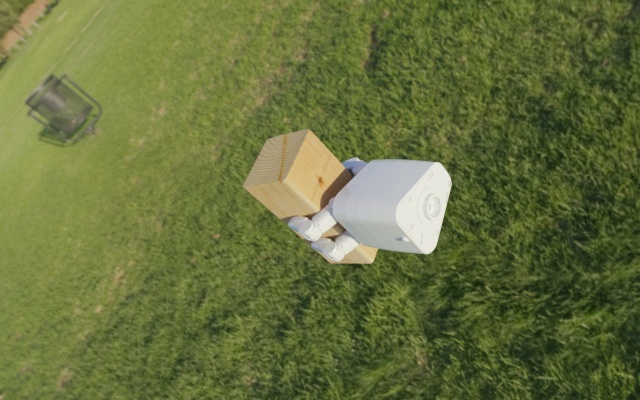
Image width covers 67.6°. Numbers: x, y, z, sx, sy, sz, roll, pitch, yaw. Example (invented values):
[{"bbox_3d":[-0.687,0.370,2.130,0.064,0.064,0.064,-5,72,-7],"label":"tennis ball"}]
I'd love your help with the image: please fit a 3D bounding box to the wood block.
[{"bbox_3d":[0.000,0.002,0.699,0.090,0.090,0.206,-7,-40,42],"label":"wood block"}]
